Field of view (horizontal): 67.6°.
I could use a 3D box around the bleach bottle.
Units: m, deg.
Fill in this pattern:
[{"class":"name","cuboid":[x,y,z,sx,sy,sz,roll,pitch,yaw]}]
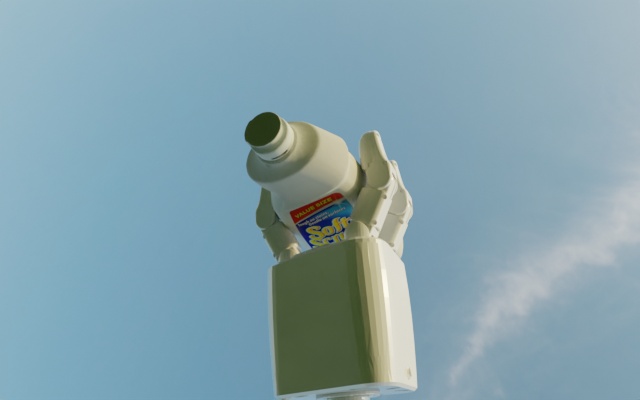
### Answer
[{"class":"bleach bottle","cuboid":[0.000,0.001,0.435,0.102,0.068,0.251,-13,-27,19]}]
